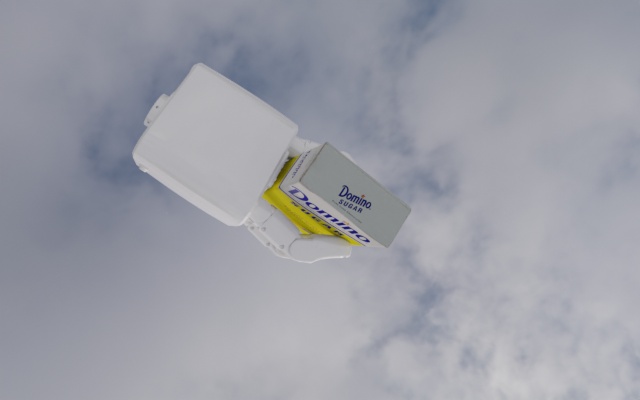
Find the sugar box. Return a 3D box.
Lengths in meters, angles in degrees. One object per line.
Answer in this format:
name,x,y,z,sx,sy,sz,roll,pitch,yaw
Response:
sugar box,0.000,0.002,0.450,0.093,0.048,0.176,37,-12,-13
